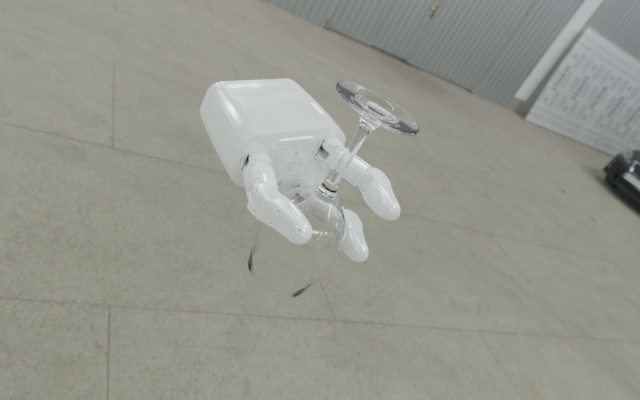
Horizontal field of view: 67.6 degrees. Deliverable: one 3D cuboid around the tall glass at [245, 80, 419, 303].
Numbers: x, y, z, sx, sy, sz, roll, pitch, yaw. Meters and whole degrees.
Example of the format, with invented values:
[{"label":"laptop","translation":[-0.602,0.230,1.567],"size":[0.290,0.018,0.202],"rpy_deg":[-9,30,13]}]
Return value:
[{"label":"tall glass","translation":[0.000,0.001,0.419],"size":[0.079,0.201,0.079],"rpy_deg":[23,29,-14]}]
